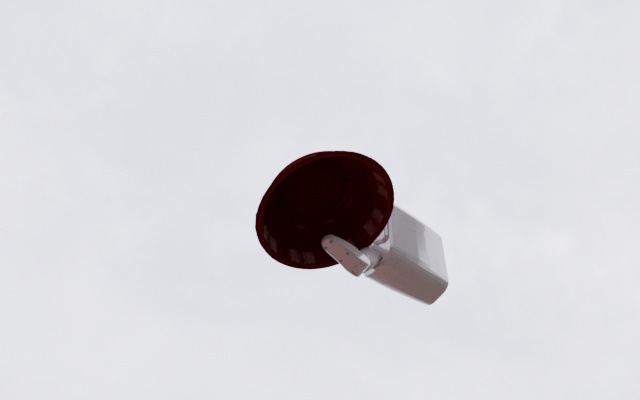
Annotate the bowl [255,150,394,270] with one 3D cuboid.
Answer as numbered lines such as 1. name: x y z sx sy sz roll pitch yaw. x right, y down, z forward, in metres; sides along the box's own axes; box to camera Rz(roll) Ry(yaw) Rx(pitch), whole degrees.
1. bowl: -0.001 0.001 0.546 0.162 0.162 0.055 0 35 -22
